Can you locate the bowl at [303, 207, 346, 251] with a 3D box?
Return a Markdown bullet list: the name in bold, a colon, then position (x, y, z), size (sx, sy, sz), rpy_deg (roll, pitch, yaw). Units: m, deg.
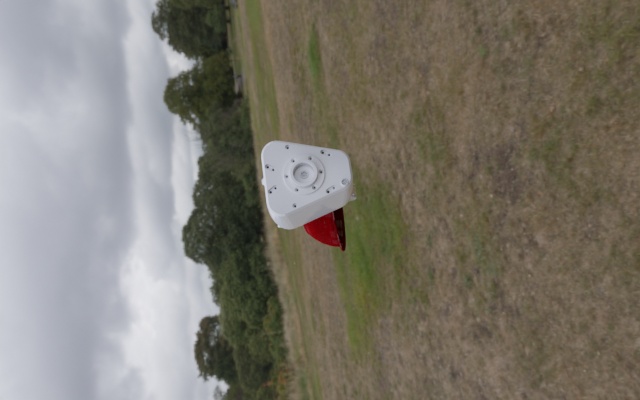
- **bowl**: position (0.000, 0.003, 0.747), size (0.055, 0.162, 0.162), rpy_deg (-9, -1, 8)
